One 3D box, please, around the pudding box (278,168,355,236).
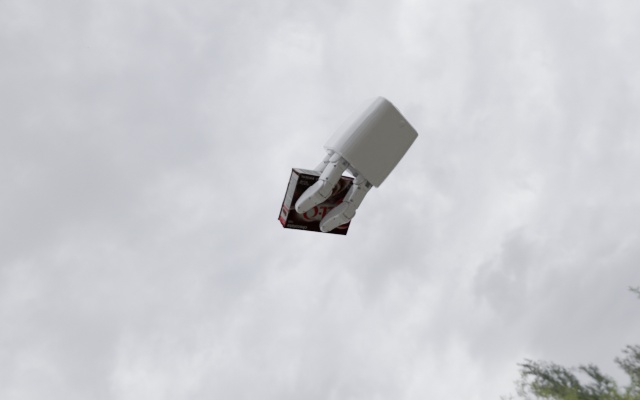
[{"bbox_3d":[0.000,0.002,0.732,0.113,0.090,0.039,9,17,-25],"label":"pudding box"}]
